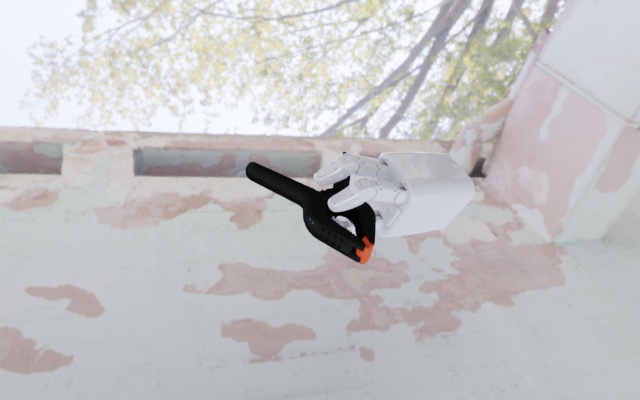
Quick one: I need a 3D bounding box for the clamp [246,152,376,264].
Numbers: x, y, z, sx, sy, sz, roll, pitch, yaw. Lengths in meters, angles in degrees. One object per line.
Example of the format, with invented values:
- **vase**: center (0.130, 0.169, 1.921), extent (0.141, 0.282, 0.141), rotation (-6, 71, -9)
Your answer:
- **clamp**: center (0.000, 0.003, 0.624), extent (0.164, 0.036, 0.209), rotation (-5, 40, -21)
